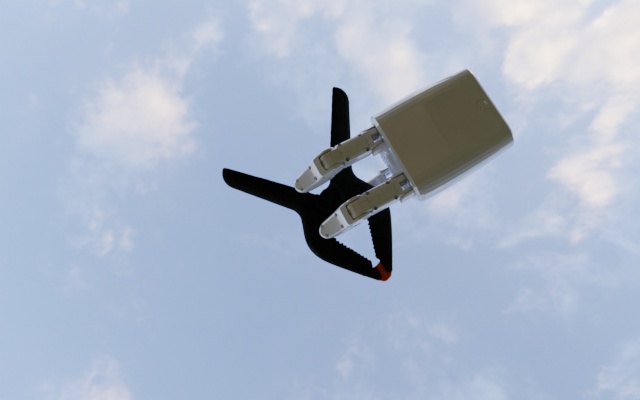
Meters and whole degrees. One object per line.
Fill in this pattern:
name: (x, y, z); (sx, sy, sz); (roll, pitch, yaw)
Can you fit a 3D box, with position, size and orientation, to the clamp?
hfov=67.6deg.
clamp: (0.001, 0.002, 0.508); (0.164, 0.210, 0.036); (-30, -14, 4)
